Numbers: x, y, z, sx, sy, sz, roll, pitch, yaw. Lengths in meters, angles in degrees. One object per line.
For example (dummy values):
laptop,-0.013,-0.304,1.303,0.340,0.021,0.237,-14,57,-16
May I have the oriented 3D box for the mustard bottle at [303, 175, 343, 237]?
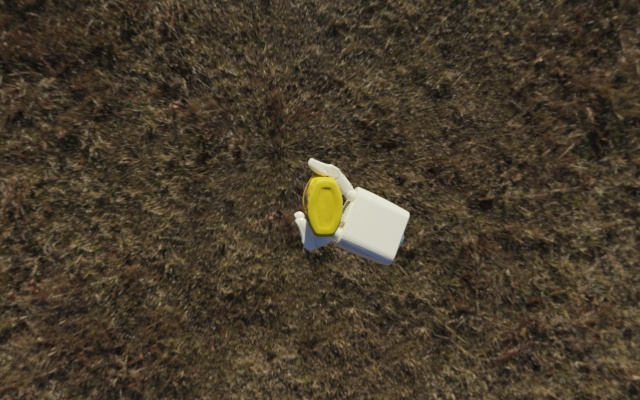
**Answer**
mustard bottle,0.000,0.003,0.853,0.058,0.096,0.191,0,6,-5
